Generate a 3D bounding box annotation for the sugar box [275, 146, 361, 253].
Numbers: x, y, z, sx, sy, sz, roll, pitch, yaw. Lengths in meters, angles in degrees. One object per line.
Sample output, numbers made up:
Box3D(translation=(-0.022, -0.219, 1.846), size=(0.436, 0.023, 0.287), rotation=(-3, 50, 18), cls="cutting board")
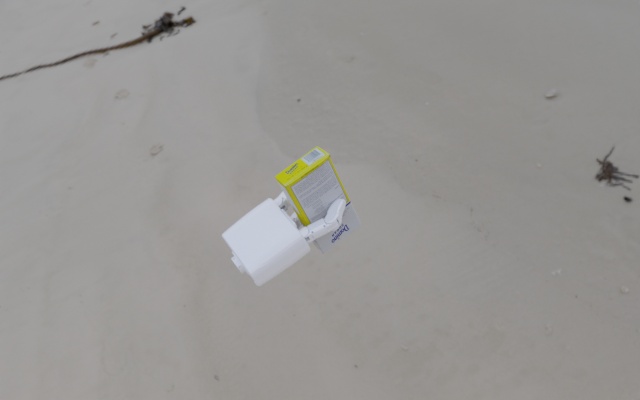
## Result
Box3D(translation=(0.000, 0.002, 0.831), size=(0.093, 0.176, 0.048), rotation=(-36, 43, -11), cls="sugar box")
